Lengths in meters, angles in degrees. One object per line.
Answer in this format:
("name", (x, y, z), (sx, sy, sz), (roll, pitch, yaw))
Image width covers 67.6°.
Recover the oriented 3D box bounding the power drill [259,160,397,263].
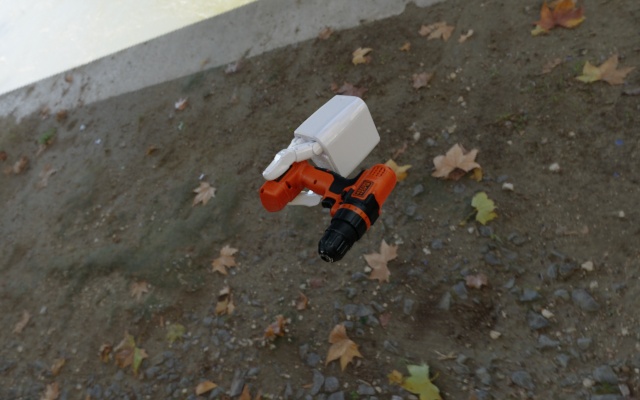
("power drill", (0.000, 0.002, 0.731), (0.187, 0.057, 0.184), (17, 51, 32))
